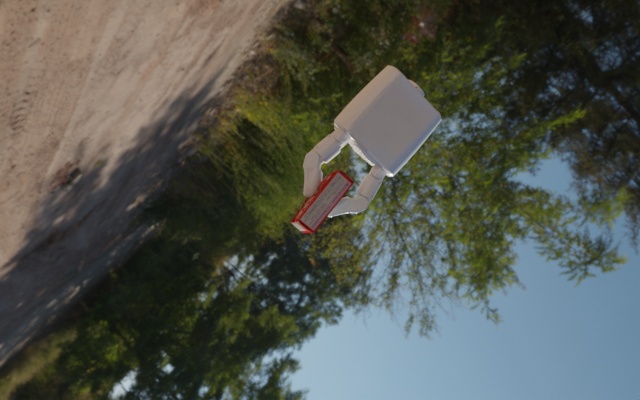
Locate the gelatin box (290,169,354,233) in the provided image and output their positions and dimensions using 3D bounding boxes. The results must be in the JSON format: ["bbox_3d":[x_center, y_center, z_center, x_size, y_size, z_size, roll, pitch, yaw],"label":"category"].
[{"bbox_3d":[0.000,0.003,0.648,0.030,0.089,0.073,39,-10,-7],"label":"gelatin box"}]
